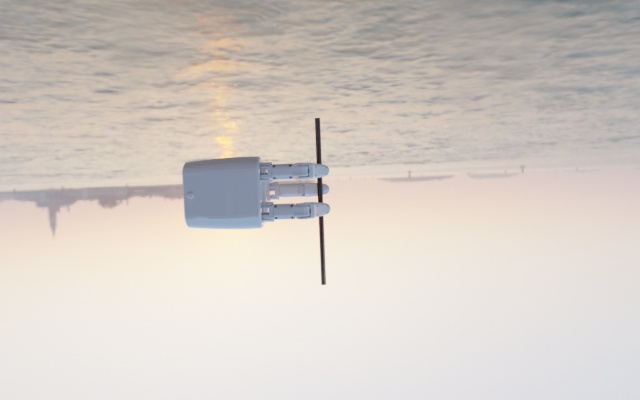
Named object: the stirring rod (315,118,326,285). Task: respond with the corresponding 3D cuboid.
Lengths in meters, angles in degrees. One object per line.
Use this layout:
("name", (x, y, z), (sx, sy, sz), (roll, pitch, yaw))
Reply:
("stirring rod", (0.000, 0.002, 0.689), (0.011, 0.239, 0.011), (-2, 3, 0))
